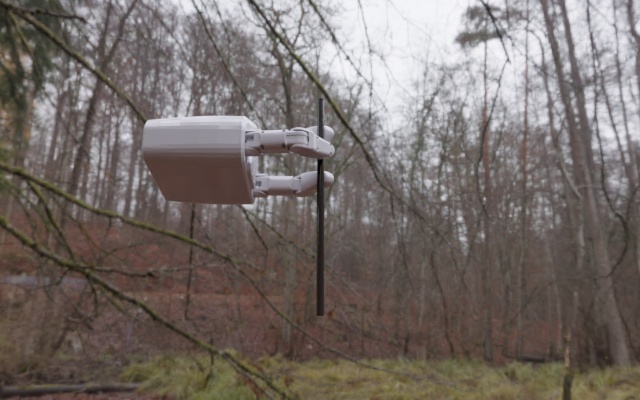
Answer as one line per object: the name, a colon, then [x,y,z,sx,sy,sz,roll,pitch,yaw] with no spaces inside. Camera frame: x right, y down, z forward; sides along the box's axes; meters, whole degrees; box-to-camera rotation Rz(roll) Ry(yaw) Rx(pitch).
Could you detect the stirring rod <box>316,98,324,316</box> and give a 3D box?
stirring rod: [0.000,0.002,0.518,0.011,0.239,0.011,0,-13,0]
